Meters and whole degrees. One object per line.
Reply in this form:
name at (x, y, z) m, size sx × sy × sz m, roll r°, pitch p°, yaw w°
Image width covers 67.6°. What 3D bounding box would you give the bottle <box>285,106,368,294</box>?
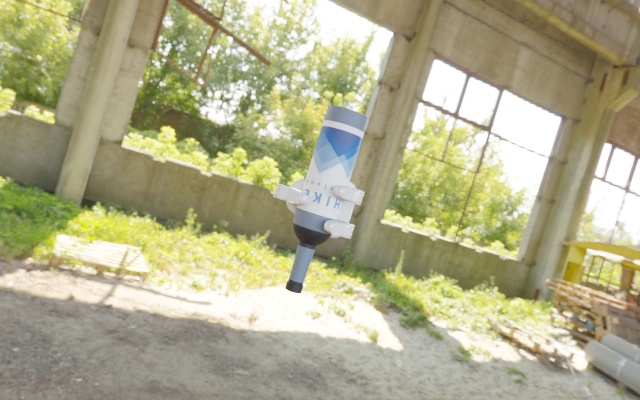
bottle at (0.000, 0.002, 0.752) m, size 0.069 × 0.295 × 0.069 m, roll 17°, pitch 1°, yaw 0°
